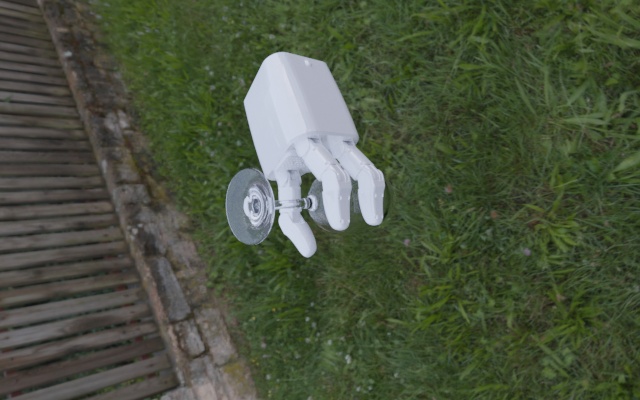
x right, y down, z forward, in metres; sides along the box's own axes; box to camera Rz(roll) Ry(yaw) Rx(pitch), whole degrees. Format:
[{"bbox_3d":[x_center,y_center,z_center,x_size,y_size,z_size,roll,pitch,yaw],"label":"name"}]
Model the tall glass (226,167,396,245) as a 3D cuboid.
[{"bbox_3d":[0.000,0.002,0.527,0.079,0.079,0.201,0,2,44],"label":"tall glass"}]
